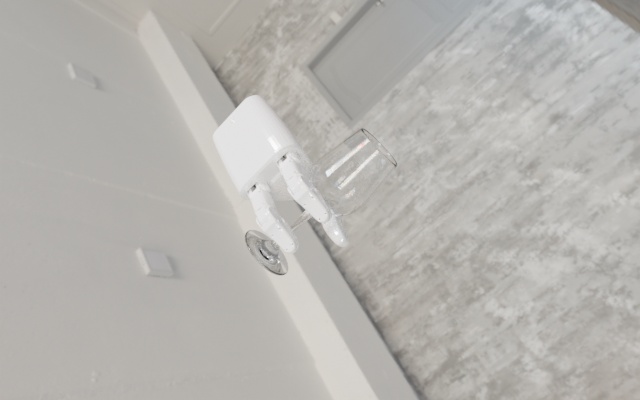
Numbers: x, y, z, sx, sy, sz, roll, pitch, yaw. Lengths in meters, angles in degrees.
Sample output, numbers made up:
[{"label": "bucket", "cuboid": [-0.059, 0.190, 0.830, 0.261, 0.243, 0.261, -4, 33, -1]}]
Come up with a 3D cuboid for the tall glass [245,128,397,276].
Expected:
[{"label": "tall glass", "cuboid": [0.000, 0.003, 0.590, 0.201, 0.079, 0.079, -43, -15, 16]}]
